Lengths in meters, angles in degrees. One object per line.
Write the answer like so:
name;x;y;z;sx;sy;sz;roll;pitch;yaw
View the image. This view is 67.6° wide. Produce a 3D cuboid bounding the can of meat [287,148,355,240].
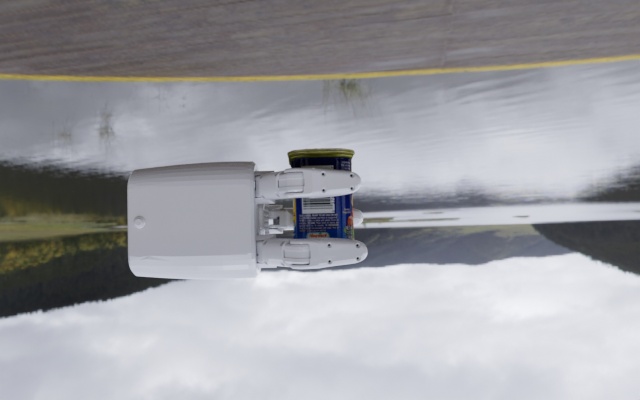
can of meat;0.000;0.002;0.434;0.057;0.084;0.102;-1;-2;-3
